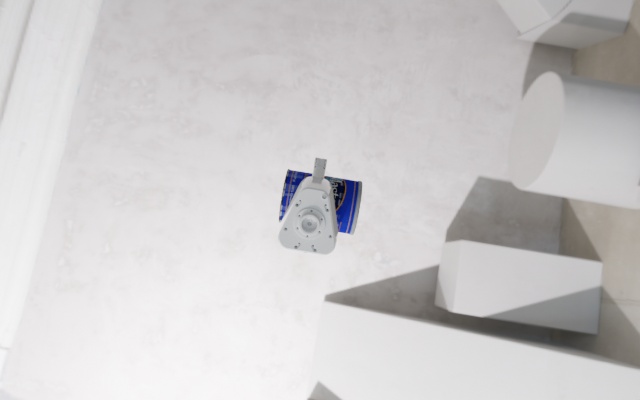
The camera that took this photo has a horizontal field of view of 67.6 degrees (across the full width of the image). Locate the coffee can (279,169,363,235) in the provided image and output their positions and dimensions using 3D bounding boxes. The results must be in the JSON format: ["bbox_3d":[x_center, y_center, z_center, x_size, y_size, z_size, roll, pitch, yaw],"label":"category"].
[{"bbox_3d":[0.000,0.003,0.892,0.140,0.103,0.103,10,0,0],"label":"coffee can"}]
